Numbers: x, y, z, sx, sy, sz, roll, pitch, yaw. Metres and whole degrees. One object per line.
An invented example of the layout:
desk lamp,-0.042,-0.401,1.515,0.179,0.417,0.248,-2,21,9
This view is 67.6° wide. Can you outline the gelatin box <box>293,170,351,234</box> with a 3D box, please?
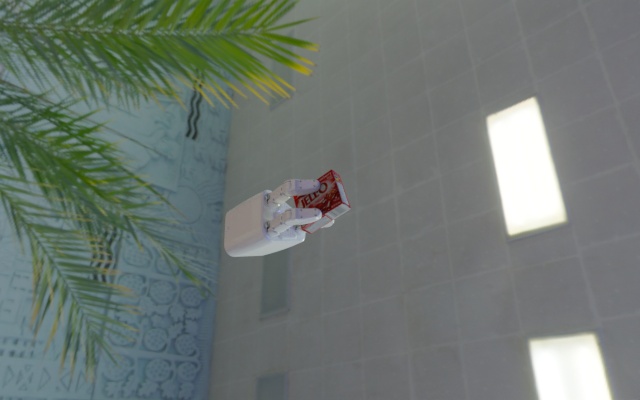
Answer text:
gelatin box,0.001,0.003,0.800,0.089,0.073,0.030,-33,-39,22
